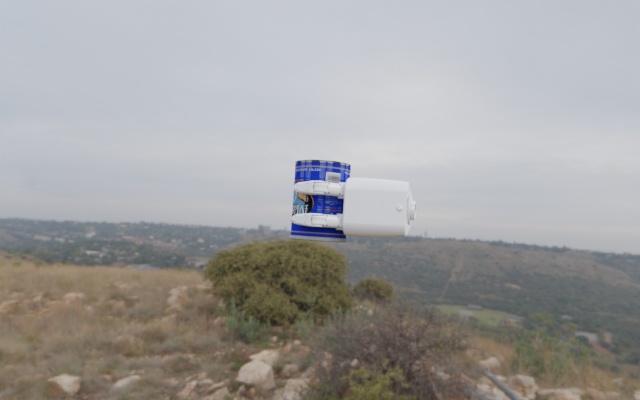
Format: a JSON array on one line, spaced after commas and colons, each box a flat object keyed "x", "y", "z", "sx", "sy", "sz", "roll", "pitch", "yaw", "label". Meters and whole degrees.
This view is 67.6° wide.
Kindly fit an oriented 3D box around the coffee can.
[{"x": 0.000, "y": 0.003, "z": 0.867, "sx": 0.103, "sy": 0.140, "sz": 0.103, "roll": 4, "pitch": -3, "yaw": 0, "label": "coffee can"}]
